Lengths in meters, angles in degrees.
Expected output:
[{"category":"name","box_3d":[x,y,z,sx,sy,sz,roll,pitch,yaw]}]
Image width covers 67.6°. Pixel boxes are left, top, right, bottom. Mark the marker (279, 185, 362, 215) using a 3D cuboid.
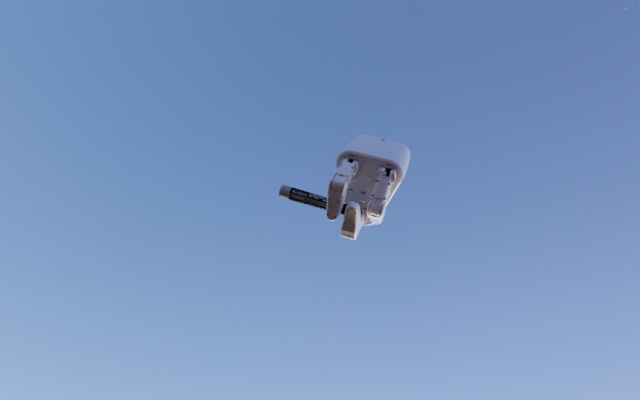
[{"category":"marker","box_3d":[0.000,0.002,0.675,0.121,0.020,0.020,16,3,12]}]
